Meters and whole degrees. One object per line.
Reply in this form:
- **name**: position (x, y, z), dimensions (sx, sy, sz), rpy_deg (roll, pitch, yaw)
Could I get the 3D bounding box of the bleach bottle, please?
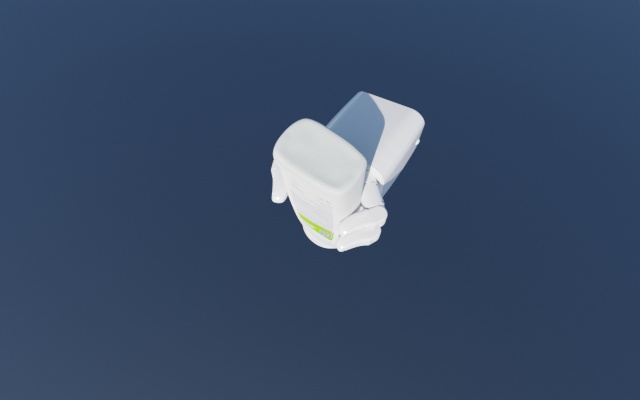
- **bleach bottle**: position (0.000, 0.002, 0.618), dimensions (0.102, 0.068, 0.251), rpy_deg (35, -19, 13)
